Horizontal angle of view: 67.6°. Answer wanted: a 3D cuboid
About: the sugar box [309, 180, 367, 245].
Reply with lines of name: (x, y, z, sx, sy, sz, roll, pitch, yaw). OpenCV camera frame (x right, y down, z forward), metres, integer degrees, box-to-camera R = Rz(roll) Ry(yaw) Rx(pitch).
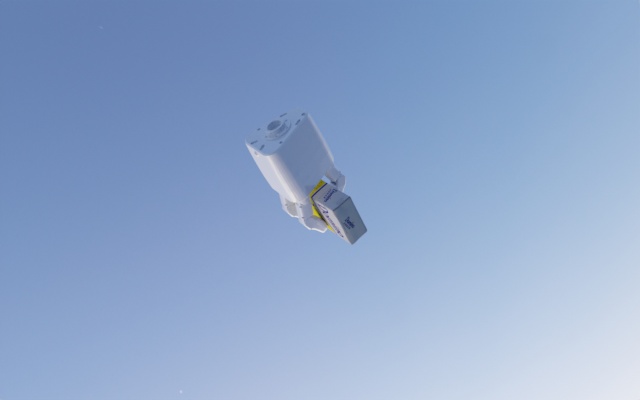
sugar box: (0.000, 0.003, 0.852, 0.048, 0.093, 0.176, -41, 41, -12)
